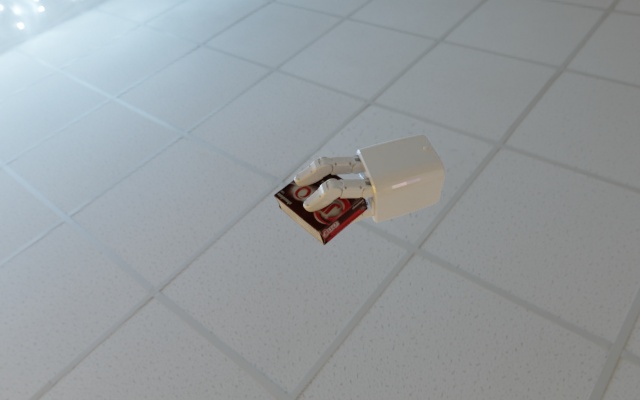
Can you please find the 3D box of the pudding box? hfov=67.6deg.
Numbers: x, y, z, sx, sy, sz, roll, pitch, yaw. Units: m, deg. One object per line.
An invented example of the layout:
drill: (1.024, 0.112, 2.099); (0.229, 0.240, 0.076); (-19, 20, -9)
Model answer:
pudding box: (0.000, 0.002, 0.713); (0.090, 0.039, 0.113); (-38, 48, -19)
